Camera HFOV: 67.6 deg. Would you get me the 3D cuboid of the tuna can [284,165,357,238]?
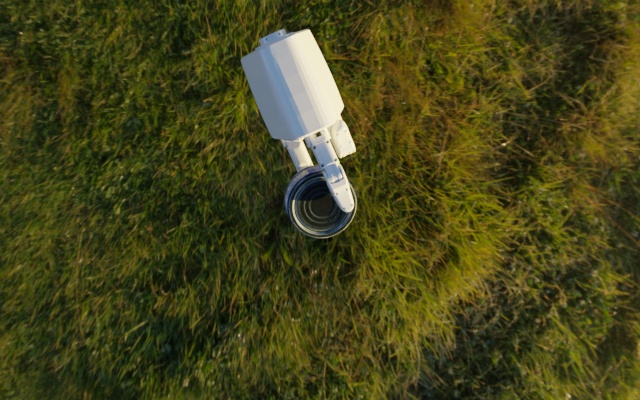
[{"bbox_3d":[0.000,0.002,0.580,0.086,0.086,0.033,0,17,-11],"label":"tuna can"}]
